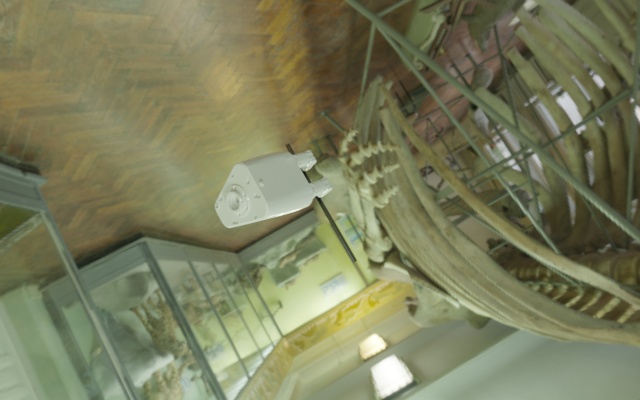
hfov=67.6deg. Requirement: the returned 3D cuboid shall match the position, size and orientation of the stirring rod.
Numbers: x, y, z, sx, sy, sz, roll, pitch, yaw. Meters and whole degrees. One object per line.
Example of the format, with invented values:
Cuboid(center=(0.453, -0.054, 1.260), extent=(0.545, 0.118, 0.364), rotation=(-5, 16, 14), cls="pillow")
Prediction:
Cuboid(center=(0.000, 0.003, 0.840), extent=(0.011, 0.239, 0.011), rotation=(-29, -8, -4), cls="stirring rod")
